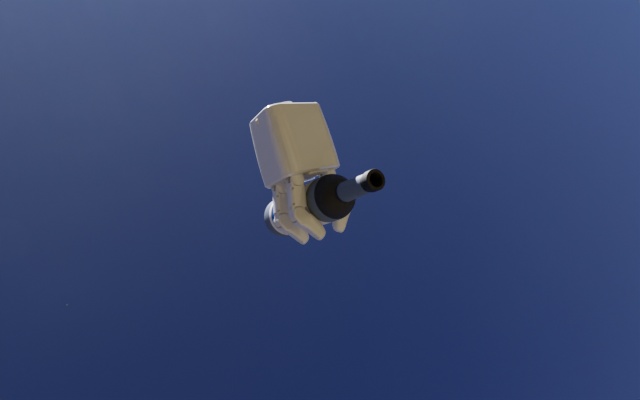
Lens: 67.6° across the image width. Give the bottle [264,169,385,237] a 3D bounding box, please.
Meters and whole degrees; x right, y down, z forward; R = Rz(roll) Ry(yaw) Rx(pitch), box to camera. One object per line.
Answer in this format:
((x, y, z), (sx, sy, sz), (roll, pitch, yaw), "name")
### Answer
((0.000, 0.002, 0.707), (0.069, 0.069, 0.296), (0, -11, -28), "bottle")
